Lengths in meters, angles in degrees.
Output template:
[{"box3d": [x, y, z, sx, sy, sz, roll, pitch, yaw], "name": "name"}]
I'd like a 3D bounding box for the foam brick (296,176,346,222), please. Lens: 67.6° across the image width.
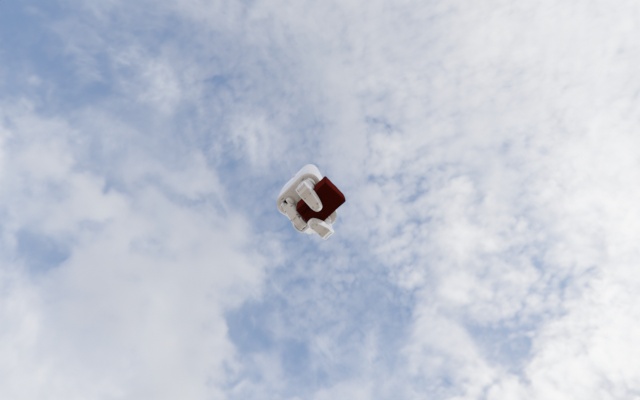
[{"box3d": [0.000, 0.003, 0.871, 0.078, 0.053, 0.051, -43, 11, 12], "name": "foam brick"}]
